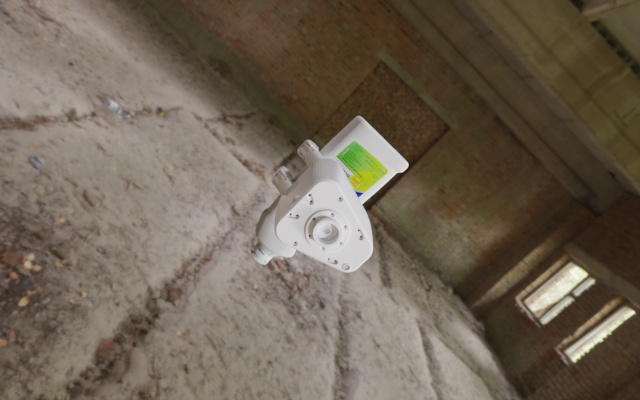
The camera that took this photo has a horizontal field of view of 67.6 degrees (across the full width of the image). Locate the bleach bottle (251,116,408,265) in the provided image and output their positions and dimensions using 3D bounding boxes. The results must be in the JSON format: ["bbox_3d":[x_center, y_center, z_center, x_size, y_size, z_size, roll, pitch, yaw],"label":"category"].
[{"bbox_3d":[0.000,0.002,0.682,0.102,0.251,0.068,42,12,-11],"label":"bleach bottle"}]
